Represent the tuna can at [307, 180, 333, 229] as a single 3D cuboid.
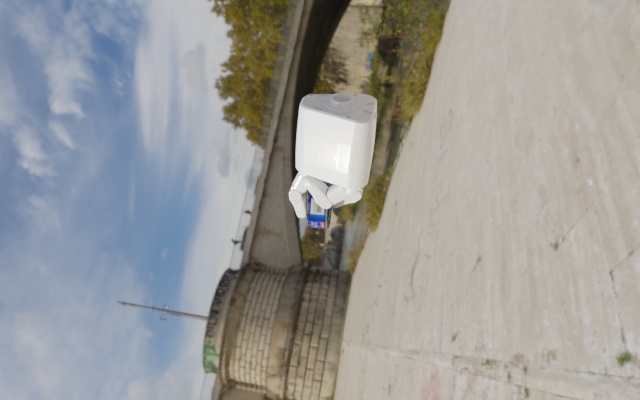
[{"bbox_3d":[0.000,0.003,0.788,0.034,0.086,0.086,5,0,6],"label":"tuna can"}]
